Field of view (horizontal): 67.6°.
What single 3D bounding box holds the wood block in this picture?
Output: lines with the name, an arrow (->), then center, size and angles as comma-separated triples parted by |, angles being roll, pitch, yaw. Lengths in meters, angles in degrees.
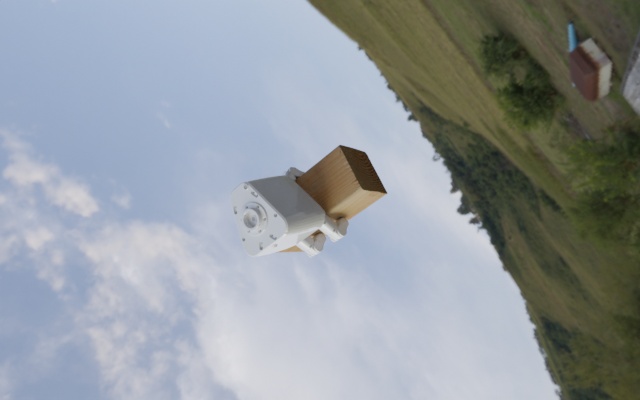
wood block -> 0.000, 0.003, 0.839 | 0.206, 0.090, 0.090 | -36, -23, 28
